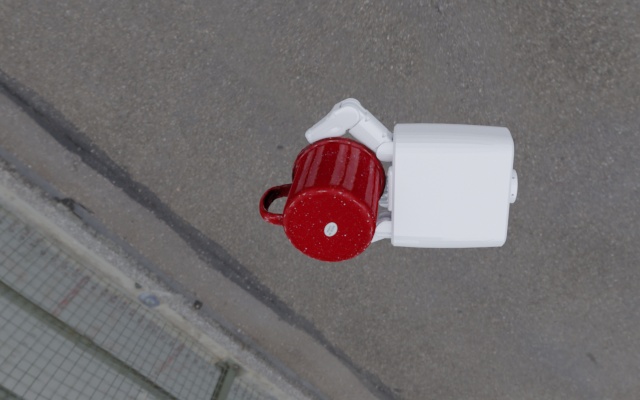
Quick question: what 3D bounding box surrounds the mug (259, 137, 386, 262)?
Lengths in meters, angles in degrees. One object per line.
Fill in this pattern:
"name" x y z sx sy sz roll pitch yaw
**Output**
"mug" -0.001 0.002 0.439 0.117 0.093 0.081 -1 34 10
